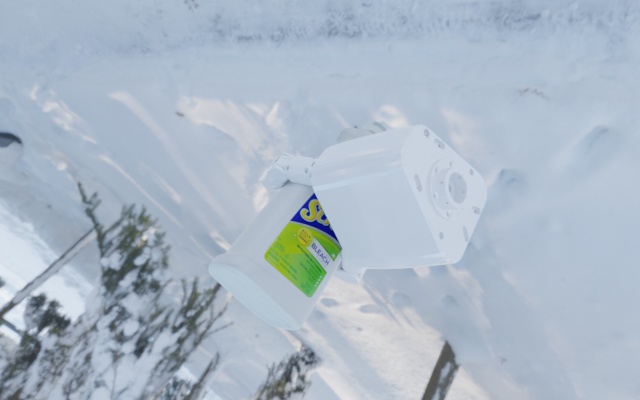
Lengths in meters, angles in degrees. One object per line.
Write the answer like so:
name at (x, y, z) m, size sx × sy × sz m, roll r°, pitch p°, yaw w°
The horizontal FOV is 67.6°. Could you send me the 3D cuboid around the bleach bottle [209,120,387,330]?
bleach bottle at (0.000, 0.002, 0.494) m, size 0.068 × 0.250 × 0.102 m, roll -11°, pitch -52°, yaw 51°
